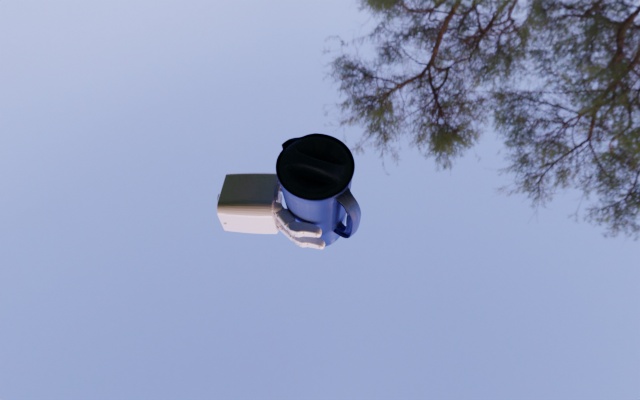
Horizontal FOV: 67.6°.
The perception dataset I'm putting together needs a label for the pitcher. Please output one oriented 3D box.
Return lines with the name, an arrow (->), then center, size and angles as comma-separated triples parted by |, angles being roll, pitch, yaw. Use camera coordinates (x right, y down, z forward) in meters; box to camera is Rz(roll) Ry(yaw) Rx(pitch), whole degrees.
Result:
pitcher -> 0.000, 0.003, 0.894 | 0.145, 0.149, 0.243 | 1, -28, 3
